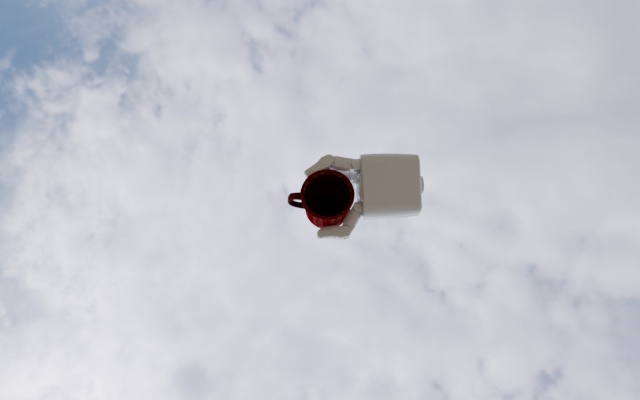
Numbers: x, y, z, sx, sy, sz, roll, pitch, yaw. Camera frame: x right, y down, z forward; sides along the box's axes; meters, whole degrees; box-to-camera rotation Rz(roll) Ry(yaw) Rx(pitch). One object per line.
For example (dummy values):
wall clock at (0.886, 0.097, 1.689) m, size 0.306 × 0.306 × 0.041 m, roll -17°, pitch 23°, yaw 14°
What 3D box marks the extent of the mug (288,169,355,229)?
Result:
mug at (-0.001, 0.003, 0.847) m, size 0.117 × 0.093 × 0.081 m, roll 0°, pitch -20°, yaw 0°
